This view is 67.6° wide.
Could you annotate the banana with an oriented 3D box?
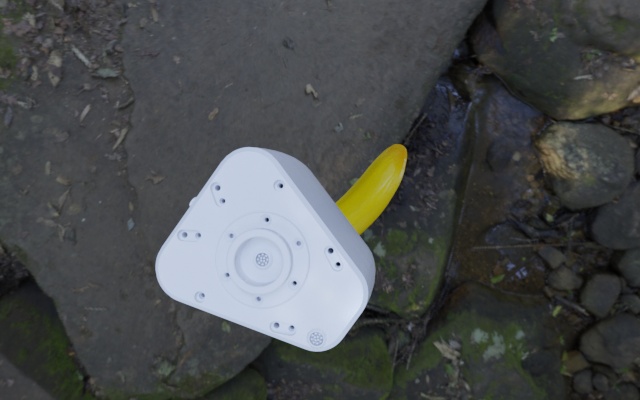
[{"bbox_3d":[0.005,0.018,0.444,0.198,0.069,0.037,-30,-28,4],"label":"banana"}]
